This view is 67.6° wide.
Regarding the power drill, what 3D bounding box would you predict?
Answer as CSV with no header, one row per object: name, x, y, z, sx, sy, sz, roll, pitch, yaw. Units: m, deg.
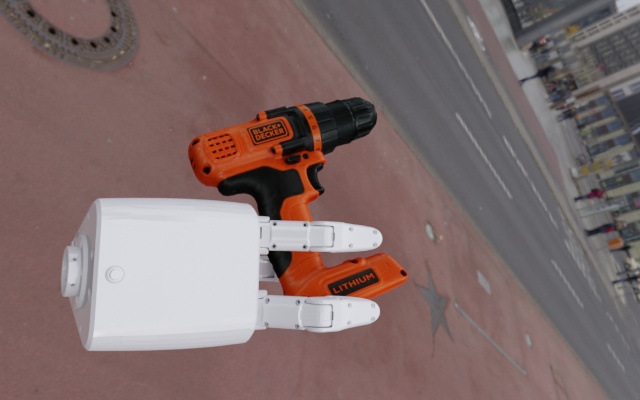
power drill,0.000,0.002,0.419,0.184,0.187,0.057,-20,-17,-21
